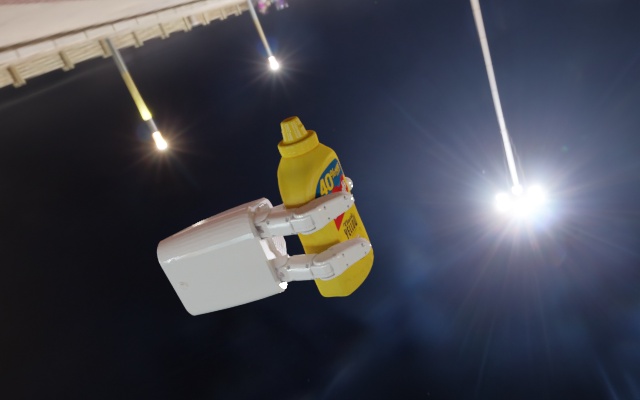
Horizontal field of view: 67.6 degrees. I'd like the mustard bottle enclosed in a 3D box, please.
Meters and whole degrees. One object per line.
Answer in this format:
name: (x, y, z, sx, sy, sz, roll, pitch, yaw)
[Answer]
mustard bottle: (0.000, 0.002, 0.513, 0.058, 0.192, 0.096, -8, 26, 30)
